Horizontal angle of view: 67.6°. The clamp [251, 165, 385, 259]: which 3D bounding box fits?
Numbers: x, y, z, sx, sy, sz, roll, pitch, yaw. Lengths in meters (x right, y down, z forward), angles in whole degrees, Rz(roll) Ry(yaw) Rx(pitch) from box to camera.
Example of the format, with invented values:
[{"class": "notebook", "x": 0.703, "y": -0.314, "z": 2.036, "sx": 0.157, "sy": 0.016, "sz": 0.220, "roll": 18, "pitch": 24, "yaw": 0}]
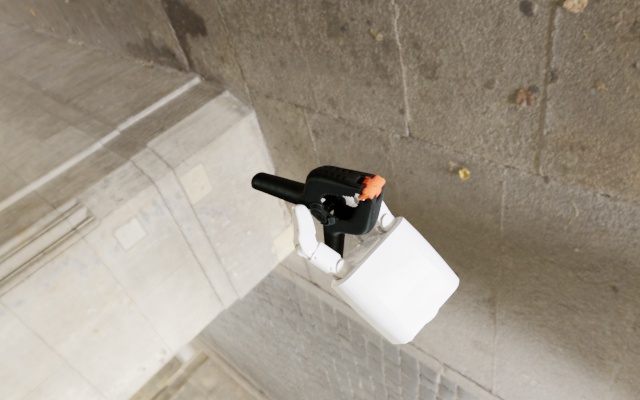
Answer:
[{"class": "clamp", "x": 0.000, "y": 0.002, "z": 0.563, "sx": 0.164, "sy": 0.036, "sz": 0.210, "roll": 43, "pitch": -28, "yaw": -5}]
